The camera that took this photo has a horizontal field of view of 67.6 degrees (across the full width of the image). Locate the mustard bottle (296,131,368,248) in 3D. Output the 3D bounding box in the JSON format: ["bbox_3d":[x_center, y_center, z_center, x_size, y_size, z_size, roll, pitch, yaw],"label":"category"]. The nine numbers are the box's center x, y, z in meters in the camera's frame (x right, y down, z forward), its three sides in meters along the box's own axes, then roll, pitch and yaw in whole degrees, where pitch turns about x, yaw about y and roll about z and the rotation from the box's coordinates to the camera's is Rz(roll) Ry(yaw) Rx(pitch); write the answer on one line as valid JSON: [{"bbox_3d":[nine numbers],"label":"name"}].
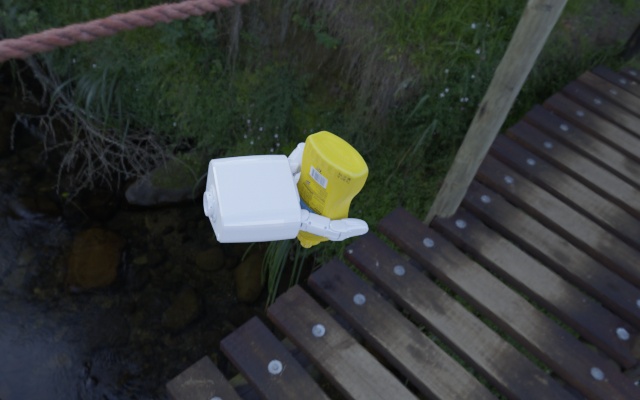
[{"bbox_3d":[0.000,0.002,0.688,0.058,0.192,0.096,-27,59,-38],"label":"mustard bottle"}]
